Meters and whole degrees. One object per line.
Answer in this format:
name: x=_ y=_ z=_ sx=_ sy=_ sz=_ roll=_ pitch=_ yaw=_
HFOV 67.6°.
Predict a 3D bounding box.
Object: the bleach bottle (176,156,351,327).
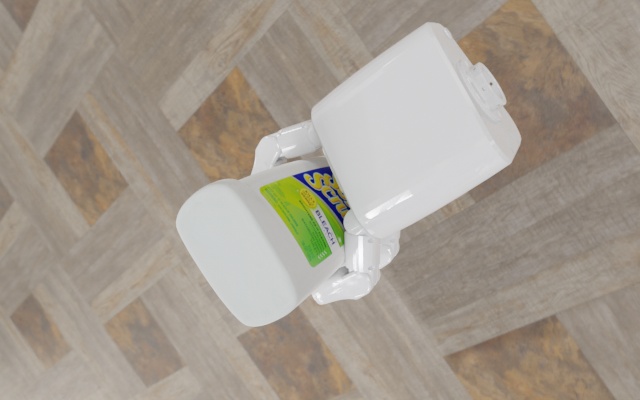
bleach bottle: x=0.000 y=0.001 z=0.410 sx=0.068 sy=0.102 sz=0.250 roll=-32 pitch=2 yaw=33
